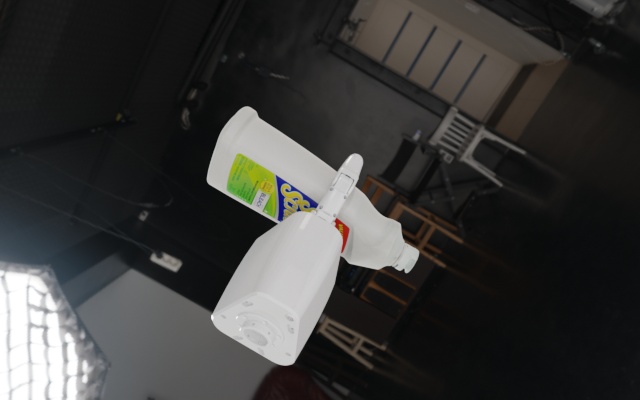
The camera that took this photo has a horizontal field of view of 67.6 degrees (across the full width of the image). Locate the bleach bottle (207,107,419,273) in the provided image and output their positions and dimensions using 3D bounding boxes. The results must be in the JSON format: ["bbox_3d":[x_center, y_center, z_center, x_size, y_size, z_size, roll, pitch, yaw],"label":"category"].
[{"bbox_3d":[0.000,0.002,0.537,0.251,0.068,0.103,30,-44,-1],"label":"bleach bottle"}]
